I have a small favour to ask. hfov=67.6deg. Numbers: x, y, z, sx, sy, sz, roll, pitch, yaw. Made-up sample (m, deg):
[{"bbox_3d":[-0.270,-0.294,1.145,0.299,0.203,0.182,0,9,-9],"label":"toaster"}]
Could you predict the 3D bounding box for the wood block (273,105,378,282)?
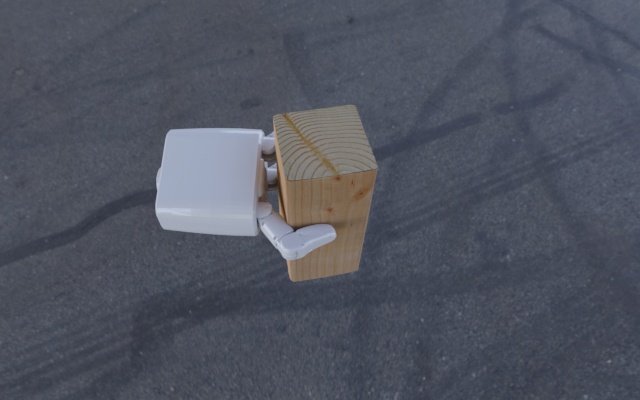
[{"bbox_3d":[0.000,0.002,0.550,0.090,0.090,0.206,-8,-35,-8],"label":"wood block"}]
